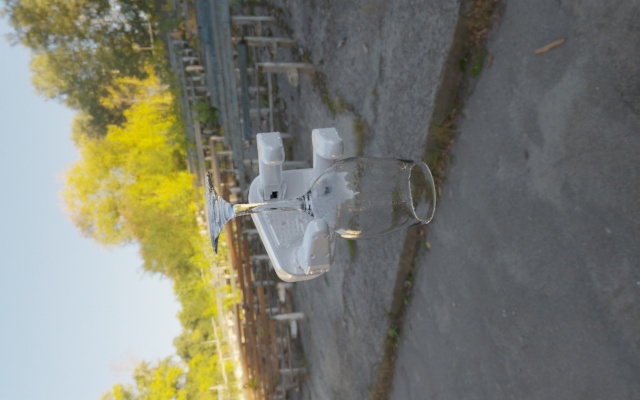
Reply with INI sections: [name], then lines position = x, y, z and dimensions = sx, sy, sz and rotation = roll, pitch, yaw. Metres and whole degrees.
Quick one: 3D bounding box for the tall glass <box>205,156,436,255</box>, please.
[tall glass]
position = -0.001, 0.002, 0.440
dimensions = 0.201, 0.079, 0.079
rotation = -6, 1, -10
